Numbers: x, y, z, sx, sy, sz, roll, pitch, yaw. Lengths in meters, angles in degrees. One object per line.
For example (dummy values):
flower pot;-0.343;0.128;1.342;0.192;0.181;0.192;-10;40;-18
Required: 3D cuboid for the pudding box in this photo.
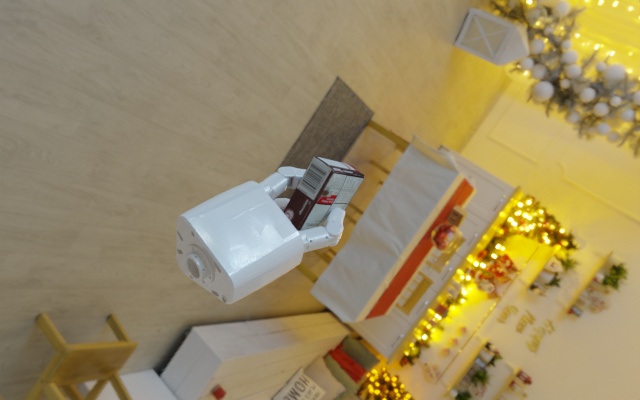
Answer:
pudding box;0.000;0.002;0.631;0.039;0.113;0.090;39;17;26
